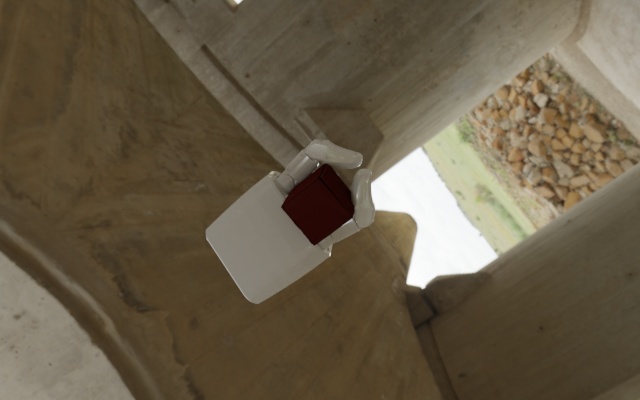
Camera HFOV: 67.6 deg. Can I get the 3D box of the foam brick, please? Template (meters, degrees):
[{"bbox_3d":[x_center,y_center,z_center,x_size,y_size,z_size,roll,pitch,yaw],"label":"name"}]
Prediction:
[{"bbox_3d":[0.000,0.002,0.495,0.051,0.053,0.078,-37,8,14],"label":"foam brick"}]
